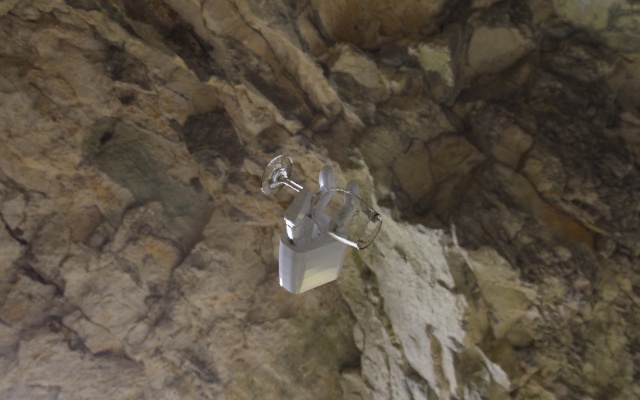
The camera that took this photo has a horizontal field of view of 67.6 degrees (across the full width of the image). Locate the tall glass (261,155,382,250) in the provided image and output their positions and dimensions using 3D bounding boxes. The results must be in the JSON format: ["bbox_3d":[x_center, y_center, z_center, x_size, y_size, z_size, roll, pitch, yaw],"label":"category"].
[{"bbox_3d":[0.000,0.002,0.765,0.201,0.079,0.079,31,16,29],"label":"tall glass"}]
